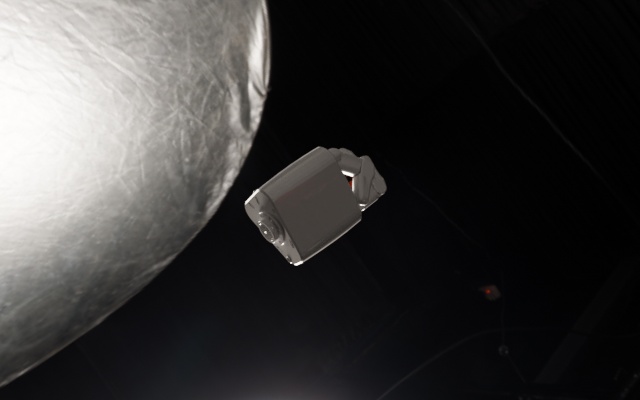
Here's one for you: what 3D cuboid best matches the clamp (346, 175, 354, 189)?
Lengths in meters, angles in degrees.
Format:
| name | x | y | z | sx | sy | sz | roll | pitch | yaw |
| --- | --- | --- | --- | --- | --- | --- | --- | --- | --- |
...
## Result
| name | x | y | z | sx | sy | sz | roll | pitch | yaw |
| --- | --- | --- | --- | --- | --- | --- | --- | --- | --- |
| clamp | 0.001 | 0.003 | 0.721 | 0.120 | 0.039 | 0.171 | -36 | 0 | -28 |
